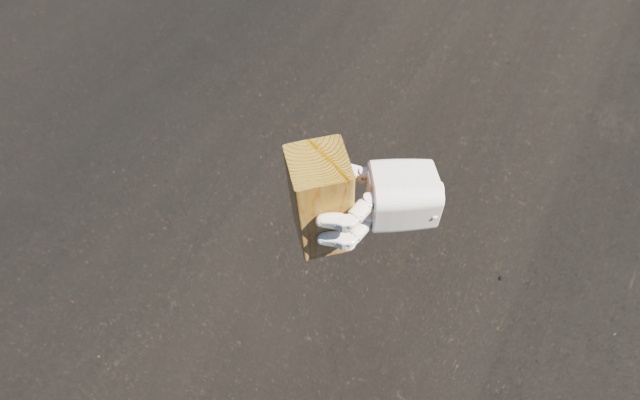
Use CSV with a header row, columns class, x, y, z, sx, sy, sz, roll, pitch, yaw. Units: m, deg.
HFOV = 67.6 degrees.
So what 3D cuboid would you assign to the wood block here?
class,x,y,z,sx,sy,sz,roll,pitch,yaw
wood block,0.000,0.002,0.760,0.090,0.090,0.206,-12,-34,-6
